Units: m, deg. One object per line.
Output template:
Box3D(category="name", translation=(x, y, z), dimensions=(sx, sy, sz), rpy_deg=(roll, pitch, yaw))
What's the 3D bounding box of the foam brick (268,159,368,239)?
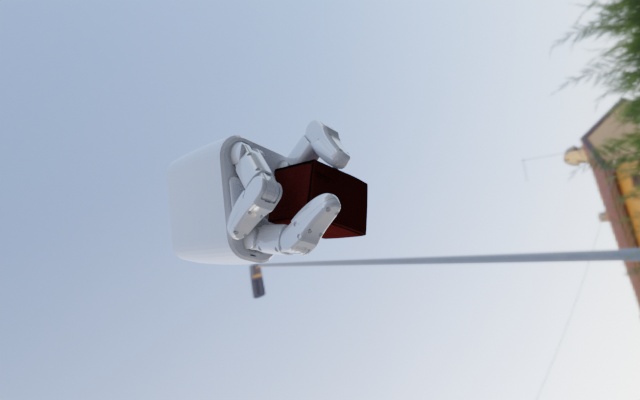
Box3D(category="foam brick", translation=(0.000, 0.002, 0.440), dimensions=(0.051, 0.053, 0.078), rpy_deg=(-11, -23, 43))
